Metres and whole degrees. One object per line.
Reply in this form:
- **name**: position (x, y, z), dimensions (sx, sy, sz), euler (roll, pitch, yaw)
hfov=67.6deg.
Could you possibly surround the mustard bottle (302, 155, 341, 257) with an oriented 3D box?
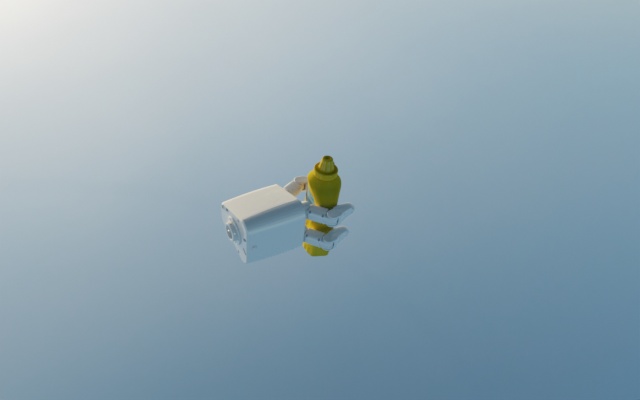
- **mustard bottle**: position (0.000, 0.003, 0.844), dimensions (0.058, 0.192, 0.096), euler (-1, 41, -10)
